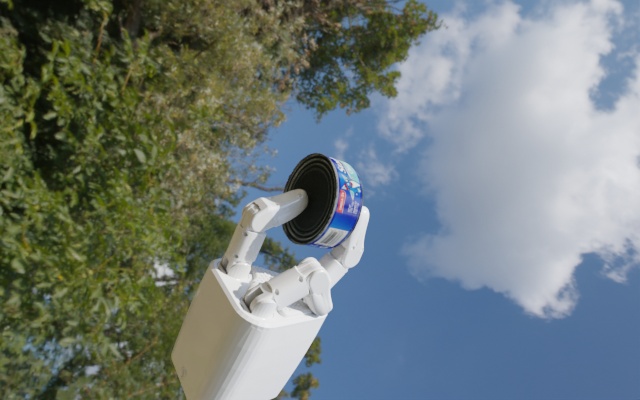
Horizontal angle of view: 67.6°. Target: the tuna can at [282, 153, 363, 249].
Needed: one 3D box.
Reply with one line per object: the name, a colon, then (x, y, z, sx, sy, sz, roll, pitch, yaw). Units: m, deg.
tuna can: (0.001, 0.002, 0.444, 0.034, 0.086, 0.086, 15, -9, -35)
